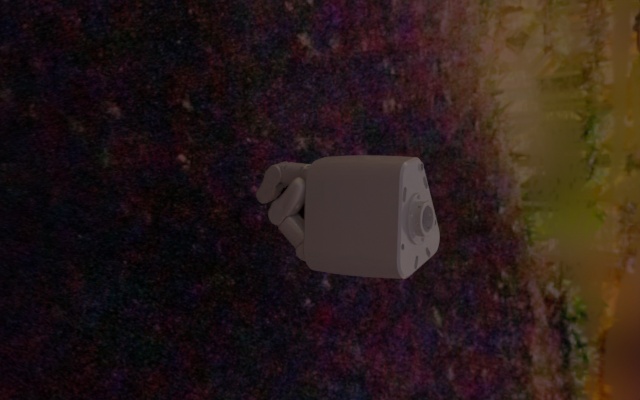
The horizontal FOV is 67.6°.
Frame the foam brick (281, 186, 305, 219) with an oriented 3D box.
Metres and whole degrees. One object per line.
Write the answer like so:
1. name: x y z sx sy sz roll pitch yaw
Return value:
1. foam brick: 0.000 0.002 0.554 0.051 0.053 0.078 1 16 37
